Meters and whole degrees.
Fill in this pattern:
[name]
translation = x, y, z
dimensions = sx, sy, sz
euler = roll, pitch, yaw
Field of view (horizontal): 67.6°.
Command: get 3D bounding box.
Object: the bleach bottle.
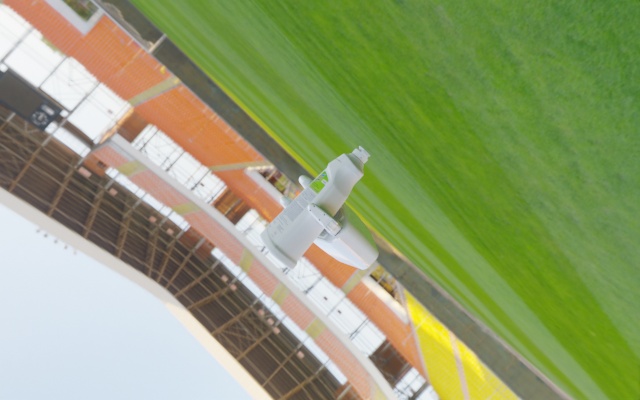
[bleach bottle]
translation = 0.000, 0.003, 0.878
dimensions = 0.068, 0.251, 0.102
euler = 43, 0, -29
